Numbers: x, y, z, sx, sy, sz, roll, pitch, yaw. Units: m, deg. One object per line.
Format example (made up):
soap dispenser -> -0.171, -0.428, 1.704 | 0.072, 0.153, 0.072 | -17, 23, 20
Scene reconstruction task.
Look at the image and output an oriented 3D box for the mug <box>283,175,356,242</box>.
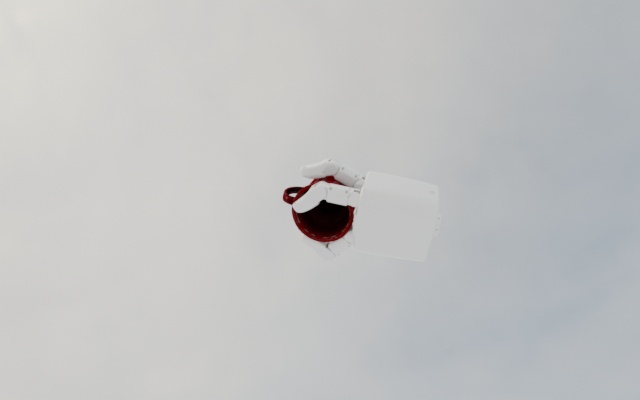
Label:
mug -> -0.001, 0.002, 0.730 | 0.117, 0.093, 0.081 | 12, 23, 9
